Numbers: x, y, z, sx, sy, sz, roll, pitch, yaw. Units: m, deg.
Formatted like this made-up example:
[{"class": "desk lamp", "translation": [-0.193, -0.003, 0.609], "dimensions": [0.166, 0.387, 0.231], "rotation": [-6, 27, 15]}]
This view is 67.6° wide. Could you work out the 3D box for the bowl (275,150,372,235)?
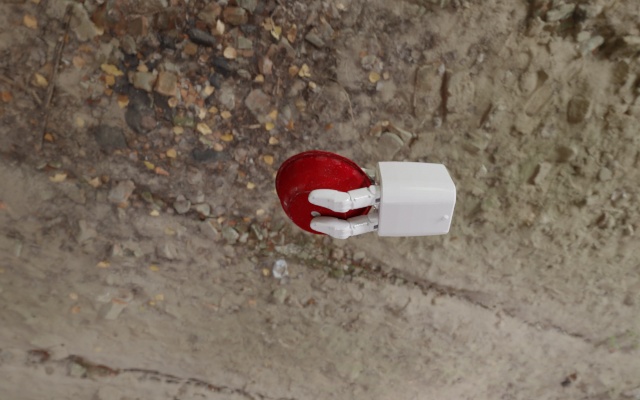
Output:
[{"class": "bowl", "translation": [-0.001, 0.003, 0.744], "dimensions": [0.162, 0.162, 0.055], "rotation": [0, 42, 16]}]
